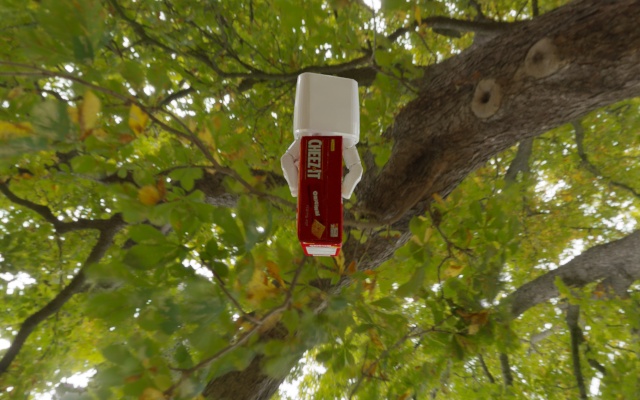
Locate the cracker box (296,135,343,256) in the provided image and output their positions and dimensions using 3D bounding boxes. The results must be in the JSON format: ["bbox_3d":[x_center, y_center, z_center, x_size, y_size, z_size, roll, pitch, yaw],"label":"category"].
[{"bbox_3d":[0.000,0.003,0.796,0.072,0.164,0.214,0,-11,1],"label":"cracker box"}]
